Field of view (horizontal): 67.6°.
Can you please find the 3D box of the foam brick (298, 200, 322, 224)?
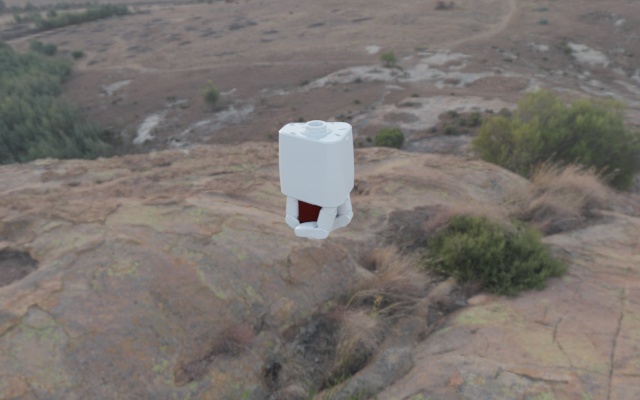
[{"bbox_3d":[0.000,0.003,0.802,0.053,0.051,0.078,8,29,16],"label":"foam brick"}]
